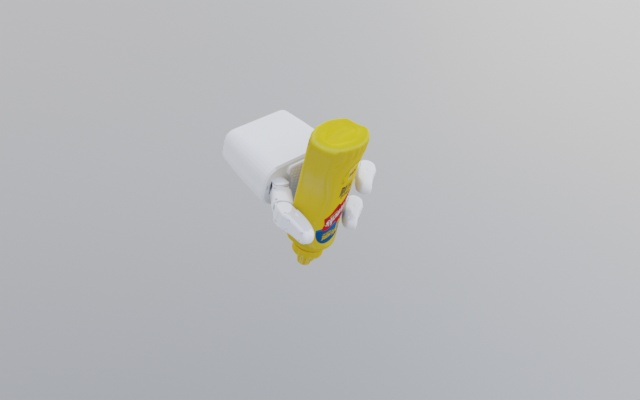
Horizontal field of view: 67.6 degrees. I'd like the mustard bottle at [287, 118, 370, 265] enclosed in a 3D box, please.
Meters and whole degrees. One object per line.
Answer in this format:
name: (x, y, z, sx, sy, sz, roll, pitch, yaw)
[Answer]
mustard bottle: (0.000, 0.002, 0.574, 0.058, 0.192, 0.096, 26, 34, 14)
